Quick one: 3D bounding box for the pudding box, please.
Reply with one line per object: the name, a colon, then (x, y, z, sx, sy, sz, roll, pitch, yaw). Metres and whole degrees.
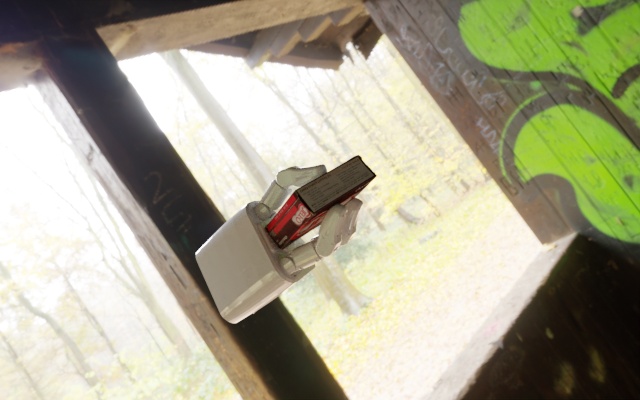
pudding box: (0.000, 0.002, 0.551, 0.113, 0.039, 0.090, -34, -8, -40)
